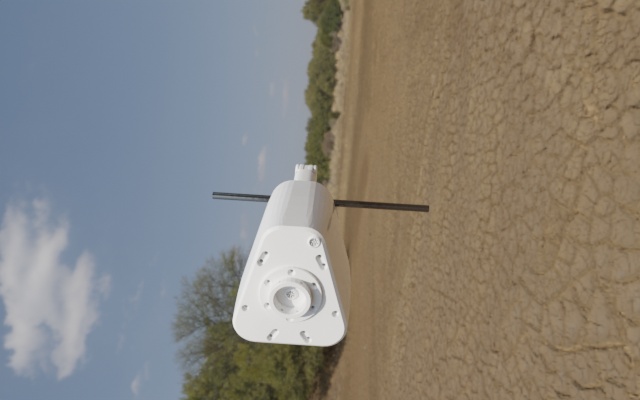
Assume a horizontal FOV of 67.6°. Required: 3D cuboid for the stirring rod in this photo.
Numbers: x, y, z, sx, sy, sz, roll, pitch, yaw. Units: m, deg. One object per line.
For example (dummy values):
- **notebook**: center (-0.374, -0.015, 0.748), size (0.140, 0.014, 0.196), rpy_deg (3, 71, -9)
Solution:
- **stirring rod**: center (0.000, 0.002, 0.532), size (0.239, 0.011, 0.011), rpy_deg (4, 0, 1)
